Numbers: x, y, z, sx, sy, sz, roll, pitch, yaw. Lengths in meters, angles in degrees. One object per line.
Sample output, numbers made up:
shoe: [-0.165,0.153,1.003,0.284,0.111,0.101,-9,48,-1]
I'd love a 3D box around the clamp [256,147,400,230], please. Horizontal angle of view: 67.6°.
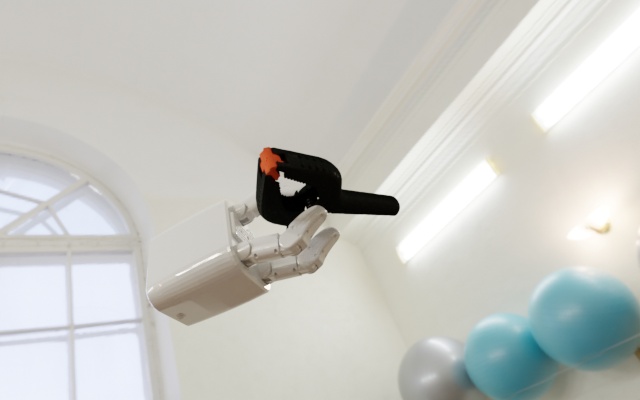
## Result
clamp: [-0.001,0.001,0.528,0.164,0.036,0.210,-27,-34,3]
